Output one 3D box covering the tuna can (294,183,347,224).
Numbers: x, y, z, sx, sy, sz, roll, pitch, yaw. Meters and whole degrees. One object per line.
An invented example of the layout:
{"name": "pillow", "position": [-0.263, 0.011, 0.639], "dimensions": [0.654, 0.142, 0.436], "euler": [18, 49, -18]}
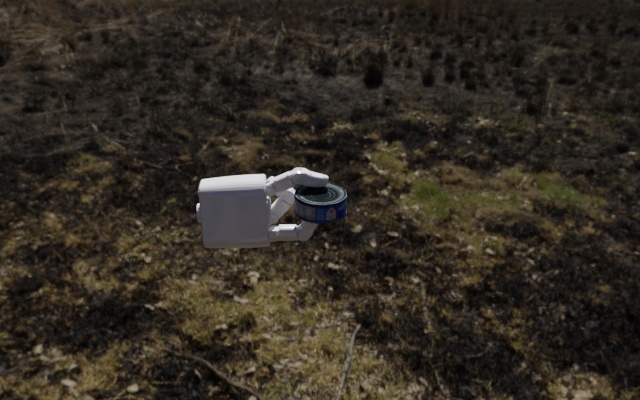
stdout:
{"name": "tuna can", "position": [0.000, 0.002, 0.761], "dimensions": [0.086, 0.034, 0.086], "euler": [2, 27, -1]}
